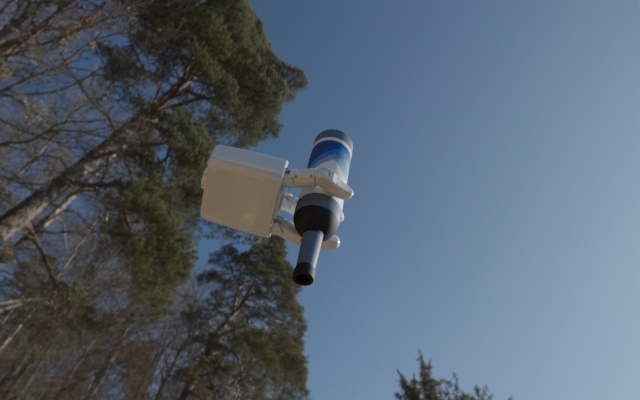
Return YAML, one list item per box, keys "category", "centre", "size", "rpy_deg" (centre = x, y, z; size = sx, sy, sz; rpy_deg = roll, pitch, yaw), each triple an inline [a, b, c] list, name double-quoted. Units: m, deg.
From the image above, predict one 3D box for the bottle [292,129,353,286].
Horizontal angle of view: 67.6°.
- category: "bottle"
  centre: [0.000, 0.002, 0.704]
  size: [0.069, 0.069, 0.295]
  rpy_deg: [0, 41, 11]
